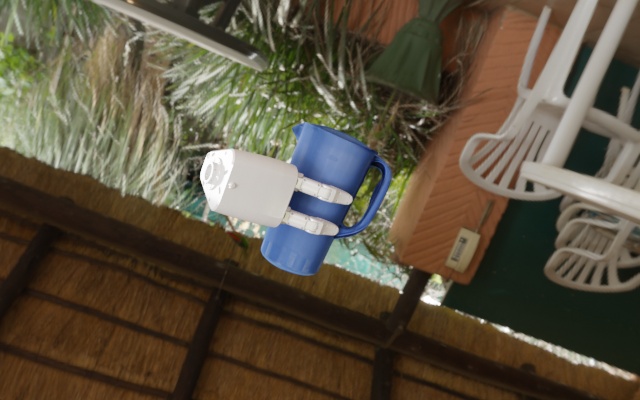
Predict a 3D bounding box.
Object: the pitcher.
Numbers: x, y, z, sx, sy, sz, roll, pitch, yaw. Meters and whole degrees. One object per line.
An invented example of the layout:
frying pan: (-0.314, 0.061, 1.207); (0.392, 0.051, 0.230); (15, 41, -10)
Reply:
pitcher: (0.000, 0.003, 0.803); (0.145, 0.243, 0.149); (16, 12, -35)
